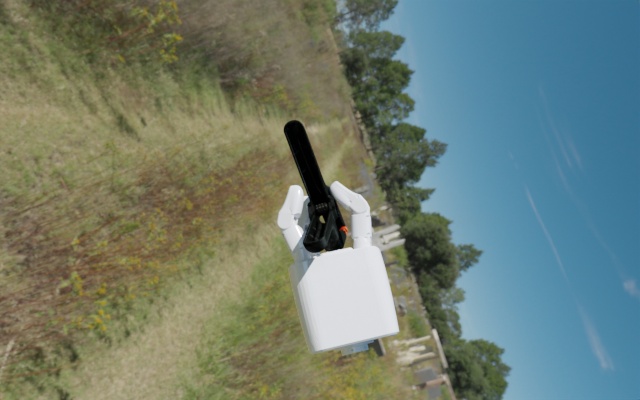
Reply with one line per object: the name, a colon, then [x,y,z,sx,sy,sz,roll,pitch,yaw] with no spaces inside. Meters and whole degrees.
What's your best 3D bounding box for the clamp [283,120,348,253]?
clamp: [0.001,0.002,0.617,0.036,0.164,0.210,-14,-18,9]
